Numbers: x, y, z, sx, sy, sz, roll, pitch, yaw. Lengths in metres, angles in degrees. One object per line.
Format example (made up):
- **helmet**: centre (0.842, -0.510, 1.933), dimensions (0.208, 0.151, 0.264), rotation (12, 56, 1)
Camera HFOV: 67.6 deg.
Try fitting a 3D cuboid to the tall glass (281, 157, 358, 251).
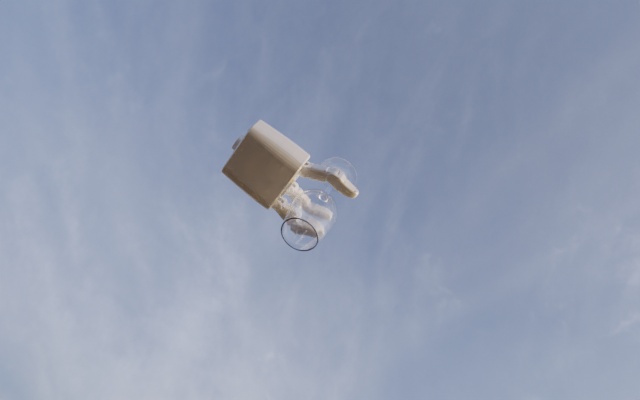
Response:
- **tall glass**: centre (0.001, 0.002, 0.804), dimensions (0.079, 0.079, 0.201), rotation (0, 30, 22)
